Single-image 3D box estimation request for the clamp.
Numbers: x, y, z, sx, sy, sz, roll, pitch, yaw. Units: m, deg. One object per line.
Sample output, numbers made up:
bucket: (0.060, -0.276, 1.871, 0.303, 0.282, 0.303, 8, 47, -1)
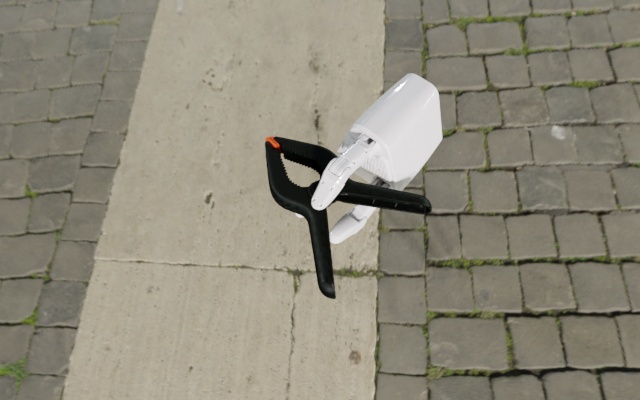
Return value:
clamp: (0.000, 0.001, 0.557, 0.210, 0.164, 0.036, 37, -23, 19)
